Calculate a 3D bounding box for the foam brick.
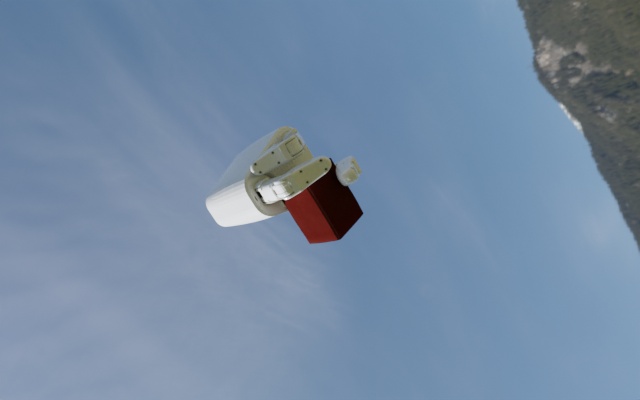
[{"bbox_3d":[0.000,0.002,0.533,0.051,0.078,0.053,-18,18,48],"label":"foam brick"}]
